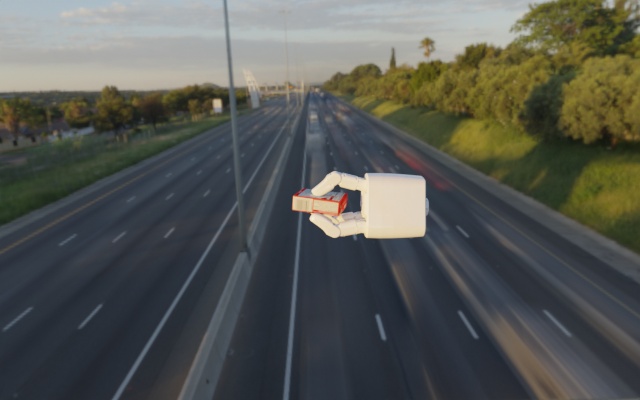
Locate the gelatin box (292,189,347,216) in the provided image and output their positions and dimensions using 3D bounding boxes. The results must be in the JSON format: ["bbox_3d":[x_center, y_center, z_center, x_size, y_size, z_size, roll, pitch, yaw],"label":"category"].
[{"bbox_3d":[0.000,0.002,0.878,0.089,0.030,0.073,8,14,11],"label":"gelatin box"}]
